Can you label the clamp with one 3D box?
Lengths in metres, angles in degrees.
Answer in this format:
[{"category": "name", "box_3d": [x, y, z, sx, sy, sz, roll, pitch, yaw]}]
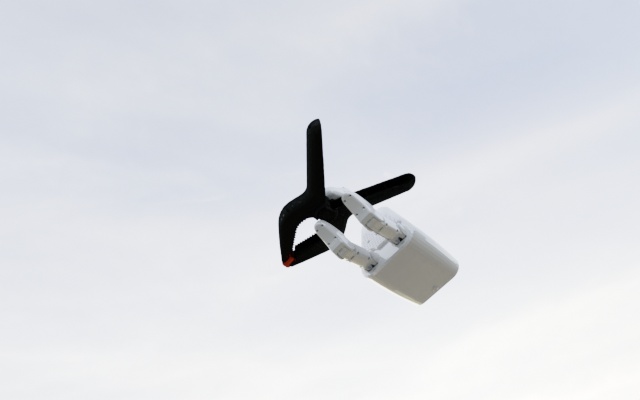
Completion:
[{"category": "clamp", "box_3d": [0.000, 0.002, 0.630, 0.164, 0.210, 0.036, 34, 21, -24]}]
